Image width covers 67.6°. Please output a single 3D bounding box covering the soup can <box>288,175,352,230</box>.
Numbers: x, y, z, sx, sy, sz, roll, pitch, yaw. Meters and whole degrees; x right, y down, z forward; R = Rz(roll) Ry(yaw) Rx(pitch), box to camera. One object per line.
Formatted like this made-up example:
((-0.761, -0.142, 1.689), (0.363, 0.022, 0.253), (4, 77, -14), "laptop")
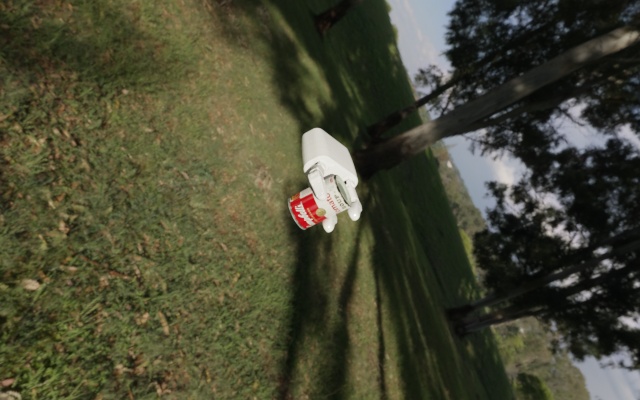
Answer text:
((0.000, 0.003, 0.890), (0.102, 0.068, 0.068), (-26, -7, 15), "soup can")
